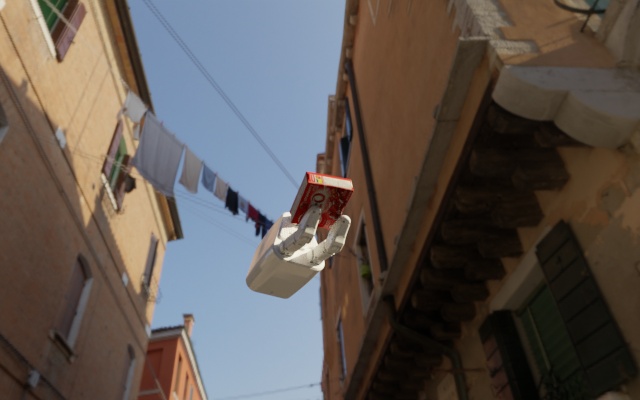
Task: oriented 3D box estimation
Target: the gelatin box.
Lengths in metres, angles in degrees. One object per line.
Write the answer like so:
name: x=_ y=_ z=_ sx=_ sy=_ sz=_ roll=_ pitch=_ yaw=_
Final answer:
gelatin box: x=0.000 y=0.002 z=0.731 sx=0.073 sy=0.089 sz=0.030 roll=10 pitch=40 yaw=-18
